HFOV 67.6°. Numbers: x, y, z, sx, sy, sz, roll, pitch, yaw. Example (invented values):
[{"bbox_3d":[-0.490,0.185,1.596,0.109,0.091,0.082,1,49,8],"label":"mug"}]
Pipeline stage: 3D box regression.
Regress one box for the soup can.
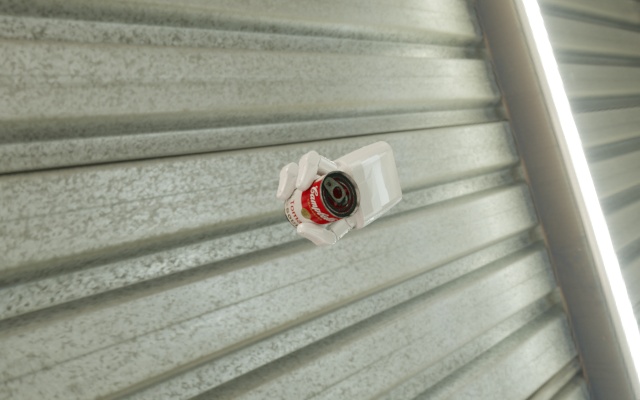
[{"bbox_3d":[0.000,0.003,0.693,0.068,0.068,0.102,0,-13,-35],"label":"soup can"}]
